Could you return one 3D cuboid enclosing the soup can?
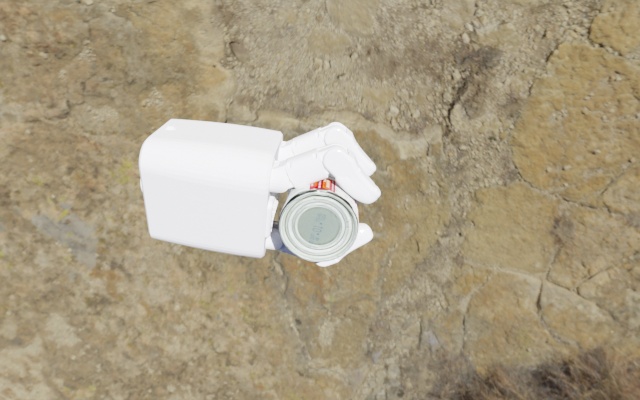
[{"bbox_3d":[0.001,0.002,0.433,0.068,0.068,0.102,0,25,2],"label":"soup can"}]
